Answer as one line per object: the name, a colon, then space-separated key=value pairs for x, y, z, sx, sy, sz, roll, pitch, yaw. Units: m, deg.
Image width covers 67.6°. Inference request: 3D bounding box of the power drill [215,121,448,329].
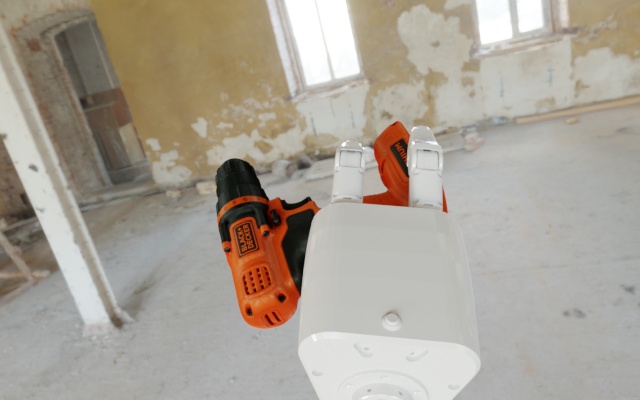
power drill: x=0.001 y=0.001 z=0.419 sx=0.187 sy=0.184 sz=0.057 roll=-24 pitch=-41 yaw=2
